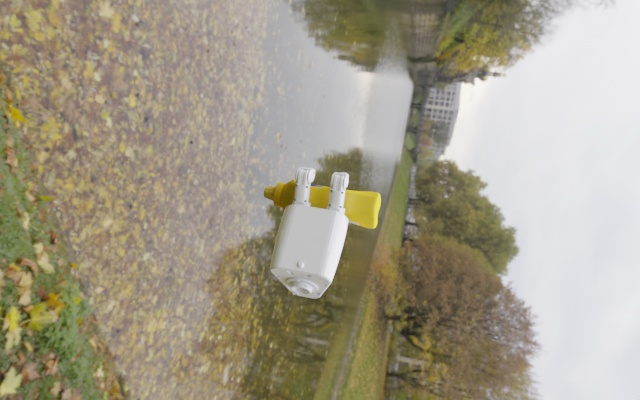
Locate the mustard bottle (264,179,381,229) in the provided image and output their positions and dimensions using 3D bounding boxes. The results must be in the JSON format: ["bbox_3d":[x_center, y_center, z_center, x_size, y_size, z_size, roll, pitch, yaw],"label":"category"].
[{"bbox_3d":[0.000,0.002,0.783,0.191,0.058,0.096,9,-5,10],"label":"mustard bottle"}]
